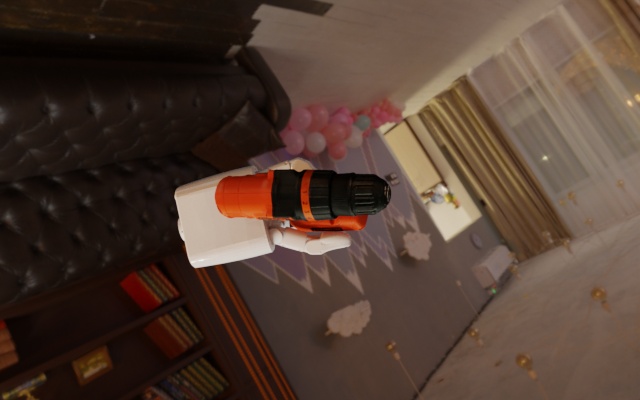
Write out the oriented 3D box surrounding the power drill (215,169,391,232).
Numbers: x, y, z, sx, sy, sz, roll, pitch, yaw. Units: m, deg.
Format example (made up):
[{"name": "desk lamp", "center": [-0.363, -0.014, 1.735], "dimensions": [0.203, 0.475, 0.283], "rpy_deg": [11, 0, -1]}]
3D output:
[{"name": "power drill", "center": [0.000, 0.002, 0.548], "dimensions": [0.184, 0.057, 0.188], "rpy_deg": [1, -8, 18]}]
